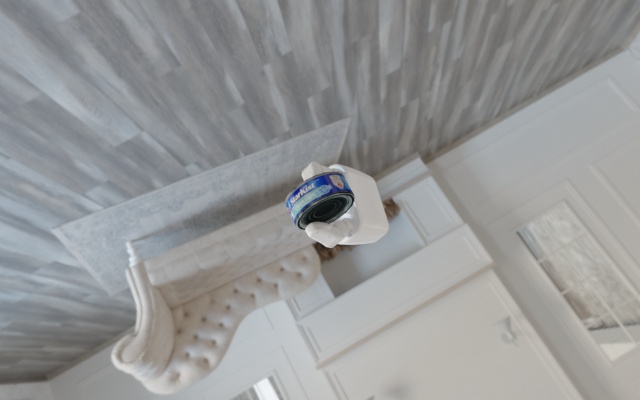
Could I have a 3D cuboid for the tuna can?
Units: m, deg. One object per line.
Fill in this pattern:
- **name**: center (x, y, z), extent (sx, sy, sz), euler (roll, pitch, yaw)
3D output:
- **tuna can**: center (0.000, 0.002, 0.610), extent (0.086, 0.033, 0.086), euler (-23, -25, -11)
